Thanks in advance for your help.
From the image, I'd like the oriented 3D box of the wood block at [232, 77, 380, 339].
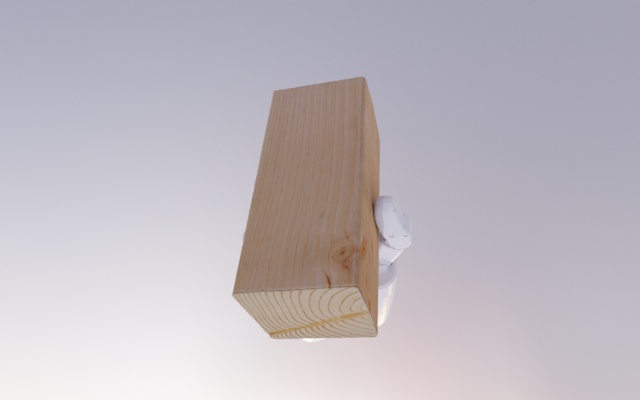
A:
[{"bbox_3d":[0.000,0.002,0.406,0.091,0.206,0.090,-5,-37,14],"label":"wood block"}]
